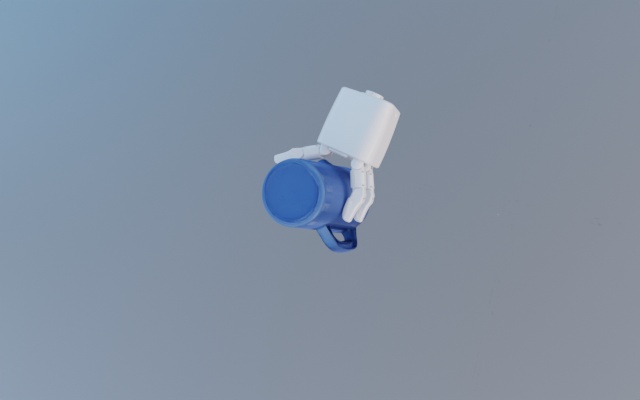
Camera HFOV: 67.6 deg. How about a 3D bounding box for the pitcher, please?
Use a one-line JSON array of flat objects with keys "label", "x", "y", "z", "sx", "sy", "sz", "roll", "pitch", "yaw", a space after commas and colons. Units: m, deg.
[{"label": "pitcher", "x": 0.000, "y": 0.003, "z": 0.839, "sx": 0.149, "sy": 0.145, "sz": 0.243, "roll": 26, "pitch": 7, "yaw": 19}]
